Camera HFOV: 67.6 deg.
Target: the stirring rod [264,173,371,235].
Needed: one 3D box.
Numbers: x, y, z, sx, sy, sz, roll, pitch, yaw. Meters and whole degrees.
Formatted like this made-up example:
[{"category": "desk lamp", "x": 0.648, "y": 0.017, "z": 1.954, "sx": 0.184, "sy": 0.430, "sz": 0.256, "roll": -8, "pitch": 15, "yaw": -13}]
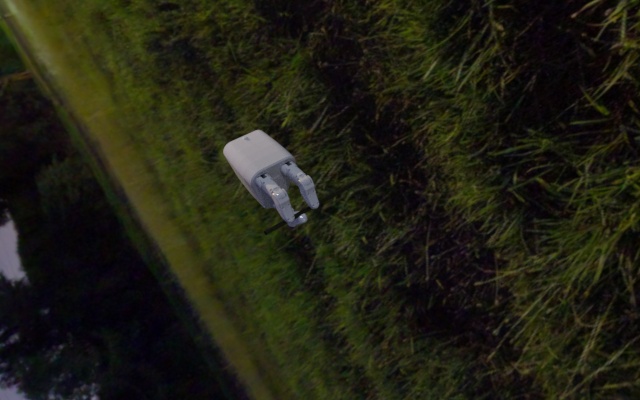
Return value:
[{"category": "stirring rod", "x": 0.000, "y": 0.003, "z": 0.867, "sx": 0.239, "sy": 0.011, "sz": 0.011, "roll": -29, "pitch": 14, "yaw": -26}]
